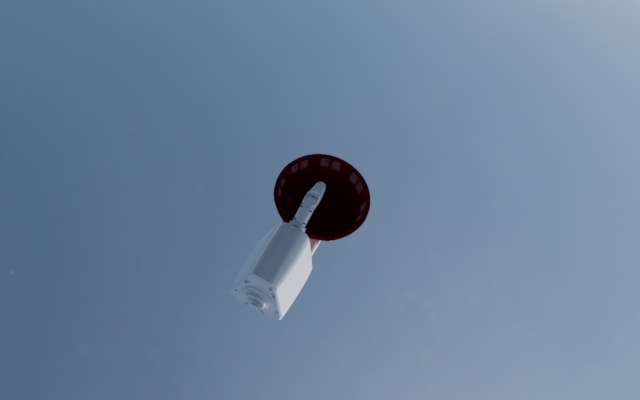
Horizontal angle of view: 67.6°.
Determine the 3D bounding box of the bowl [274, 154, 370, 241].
[{"bbox_3d":[0.001,0.002,0.811,0.162,0.162,0.055,0,-26,-9],"label":"bowl"}]
